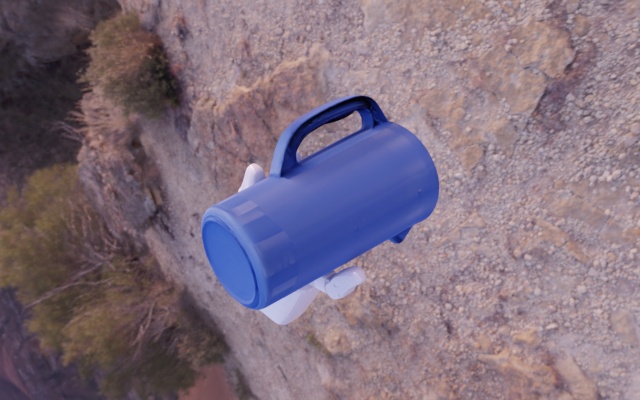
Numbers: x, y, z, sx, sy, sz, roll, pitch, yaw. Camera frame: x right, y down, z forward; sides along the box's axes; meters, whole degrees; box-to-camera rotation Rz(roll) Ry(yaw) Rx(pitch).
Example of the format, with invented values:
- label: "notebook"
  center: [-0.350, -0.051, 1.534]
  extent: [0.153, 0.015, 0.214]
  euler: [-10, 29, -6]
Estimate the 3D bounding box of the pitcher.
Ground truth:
- label: "pitcher"
  center: [0.000, 0.002, 0.506]
  extent: [0.242, 0.149, 0.145]
  euler: [-27, -21, -34]
